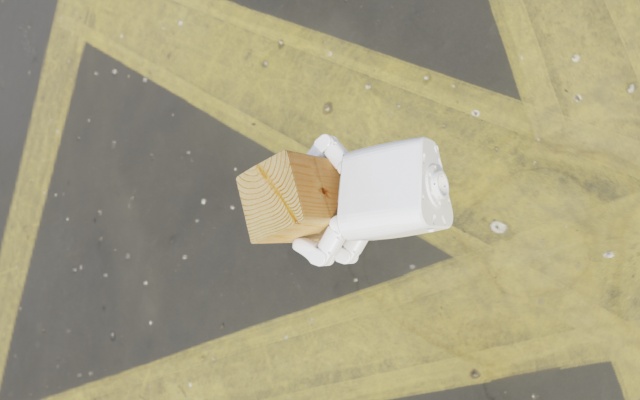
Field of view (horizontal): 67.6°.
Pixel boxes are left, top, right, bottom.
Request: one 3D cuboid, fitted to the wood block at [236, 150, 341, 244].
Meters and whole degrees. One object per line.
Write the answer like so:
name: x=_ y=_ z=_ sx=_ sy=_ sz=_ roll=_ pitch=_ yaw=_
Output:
wood block: x=0.000 y=0.002 z=0.641 sx=0.090 sy=0.090 sz=0.206 roll=-25 pitch=-18 yaw=33
